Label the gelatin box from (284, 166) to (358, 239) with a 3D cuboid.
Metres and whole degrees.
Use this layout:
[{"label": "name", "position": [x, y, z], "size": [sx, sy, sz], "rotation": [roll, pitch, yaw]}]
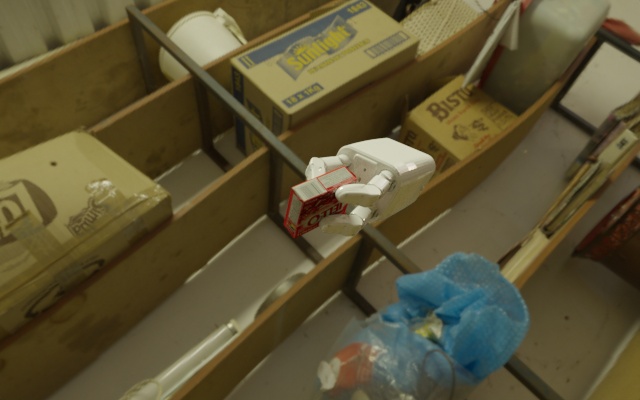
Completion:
[{"label": "gelatin box", "position": [0.000, 0.002, 0.613], "size": [0.089, 0.030, 0.073], "rotation": [-24, -31, -32]}]
